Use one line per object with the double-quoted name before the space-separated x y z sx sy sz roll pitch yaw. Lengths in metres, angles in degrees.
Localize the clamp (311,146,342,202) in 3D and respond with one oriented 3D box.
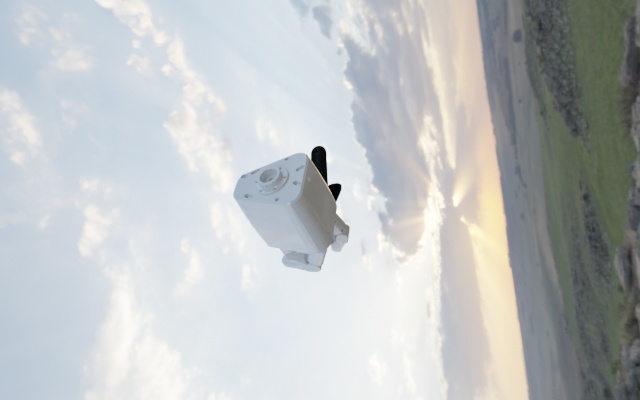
"clamp" 0.000 0.003 0.747 0.039 0.171 0.120 -8 -43 20
